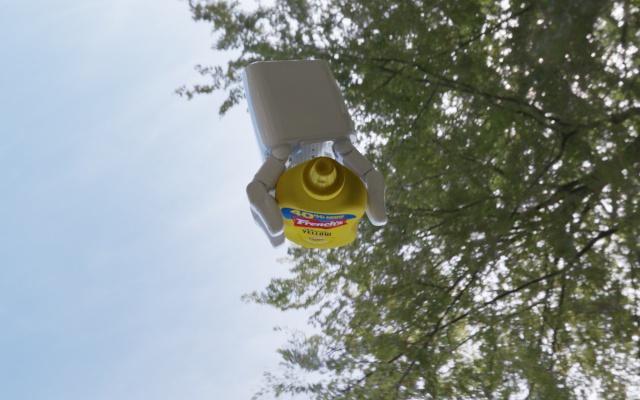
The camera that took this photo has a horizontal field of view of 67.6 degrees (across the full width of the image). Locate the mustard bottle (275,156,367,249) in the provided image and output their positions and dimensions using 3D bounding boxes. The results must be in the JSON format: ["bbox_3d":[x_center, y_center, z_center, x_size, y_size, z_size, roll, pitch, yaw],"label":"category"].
[{"bbox_3d":[0.000,0.002,0.514,0.096,0.058,0.192,8,-20,1],"label":"mustard bottle"}]
